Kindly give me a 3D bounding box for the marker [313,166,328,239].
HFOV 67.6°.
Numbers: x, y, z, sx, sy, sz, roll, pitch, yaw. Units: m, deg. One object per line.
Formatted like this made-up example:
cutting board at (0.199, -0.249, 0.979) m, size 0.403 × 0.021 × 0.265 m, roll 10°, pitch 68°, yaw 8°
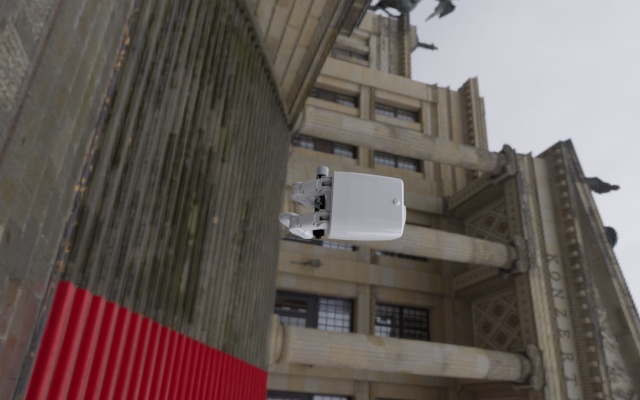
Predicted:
marker at (0.000, 0.002, 0.756) m, size 0.020 × 0.121 × 0.020 m, roll 3°, pitch -24°, yaw 1°
